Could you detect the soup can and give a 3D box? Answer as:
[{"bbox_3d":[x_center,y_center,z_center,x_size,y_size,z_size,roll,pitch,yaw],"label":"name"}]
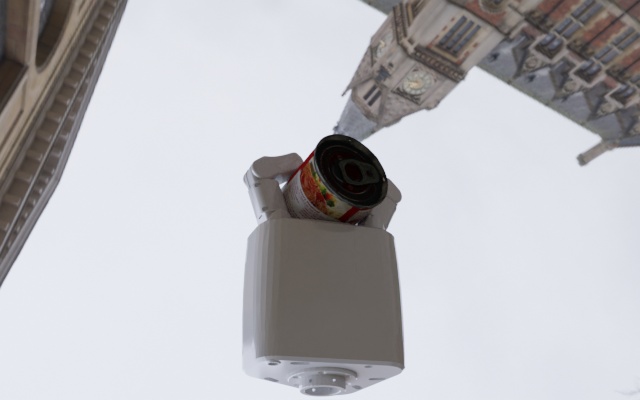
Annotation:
[{"bbox_3d":[0.000,0.001,0.406,0.068,0.068,0.102,0,-30,-35],"label":"soup can"}]
